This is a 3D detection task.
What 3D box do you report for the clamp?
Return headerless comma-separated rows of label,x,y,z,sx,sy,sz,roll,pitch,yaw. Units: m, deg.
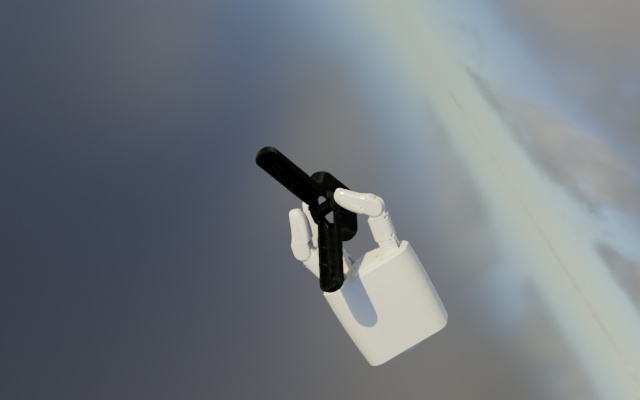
clamp,0.001,0.002,0.570,0.036,0.164,0.210,-27,4,19
